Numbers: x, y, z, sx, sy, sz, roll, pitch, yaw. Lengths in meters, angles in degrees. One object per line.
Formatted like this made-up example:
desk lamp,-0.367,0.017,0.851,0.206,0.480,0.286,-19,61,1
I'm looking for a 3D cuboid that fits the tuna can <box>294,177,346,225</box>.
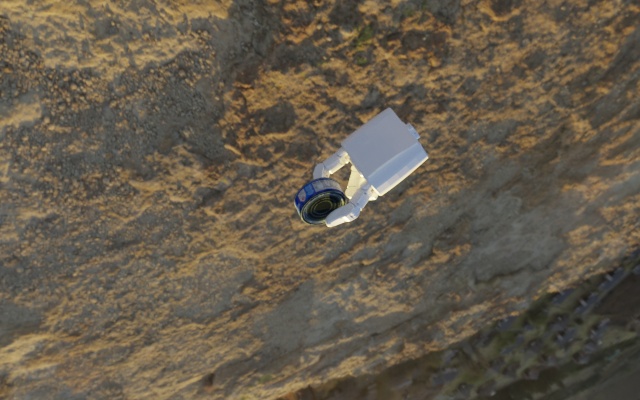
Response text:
tuna can,0.000,0.003,0.816,0.086,0.033,0.086,-15,-39,-13
